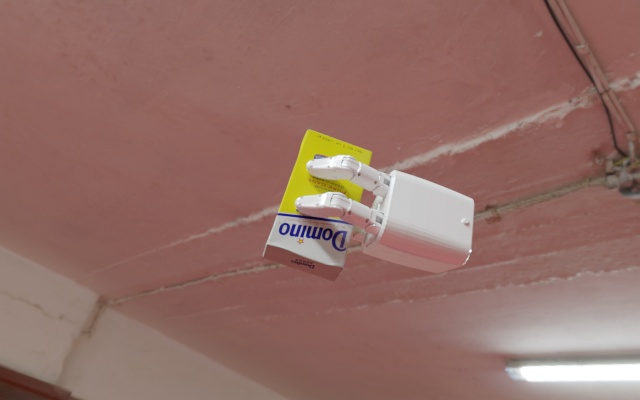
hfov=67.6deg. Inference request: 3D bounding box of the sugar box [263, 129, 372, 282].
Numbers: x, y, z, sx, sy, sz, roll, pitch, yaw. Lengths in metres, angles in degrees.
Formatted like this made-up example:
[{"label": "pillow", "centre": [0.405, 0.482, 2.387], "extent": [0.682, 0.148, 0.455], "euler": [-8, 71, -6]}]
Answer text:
[{"label": "sugar box", "centre": [0.000, 0.002, 0.589], "extent": [0.093, 0.176, 0.048], "euler": [18, -34, -4]}]
